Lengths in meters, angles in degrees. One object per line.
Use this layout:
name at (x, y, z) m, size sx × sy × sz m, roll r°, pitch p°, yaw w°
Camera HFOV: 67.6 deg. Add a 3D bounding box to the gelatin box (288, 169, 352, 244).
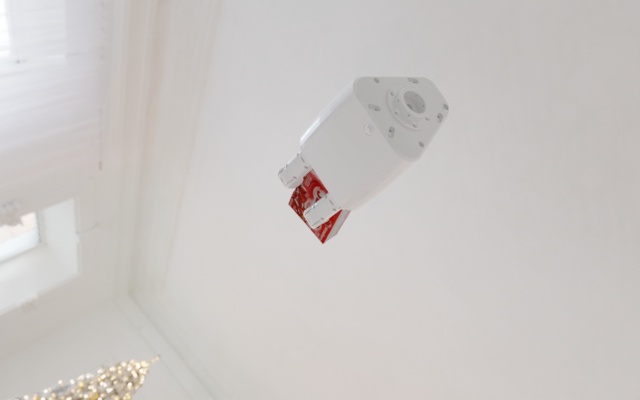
gelatin box at (0.000, 0.002, 0.594) m, size 0.030 × 0.073 × 0.089 m, roll -32°, pitch -19°, yaw -32°
